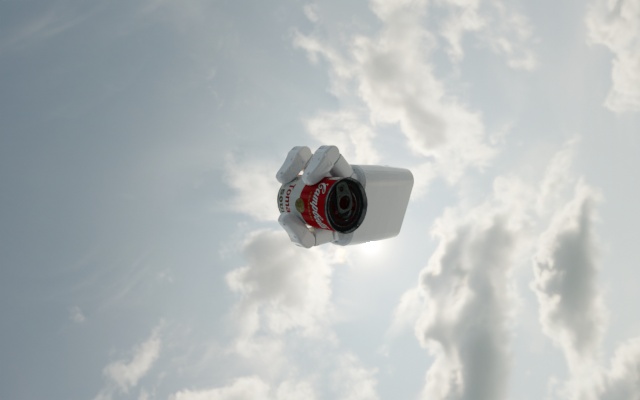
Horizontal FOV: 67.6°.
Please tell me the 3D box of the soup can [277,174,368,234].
[{"bbox_3d":[0.000,0.002,0.606,0.068,0.068,0.102,0,5,-40],"label":"soup can"}]
